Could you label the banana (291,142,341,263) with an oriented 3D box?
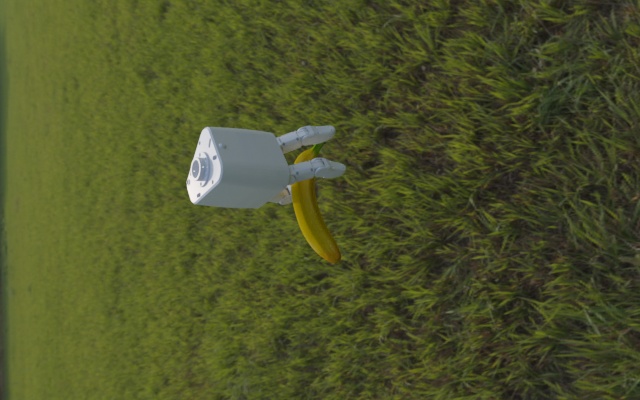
[{"bbox_3d":[-0.013,0.005,0.732,0.037,0.197,0.070,6,-21,-42],"label":"banana"}]
